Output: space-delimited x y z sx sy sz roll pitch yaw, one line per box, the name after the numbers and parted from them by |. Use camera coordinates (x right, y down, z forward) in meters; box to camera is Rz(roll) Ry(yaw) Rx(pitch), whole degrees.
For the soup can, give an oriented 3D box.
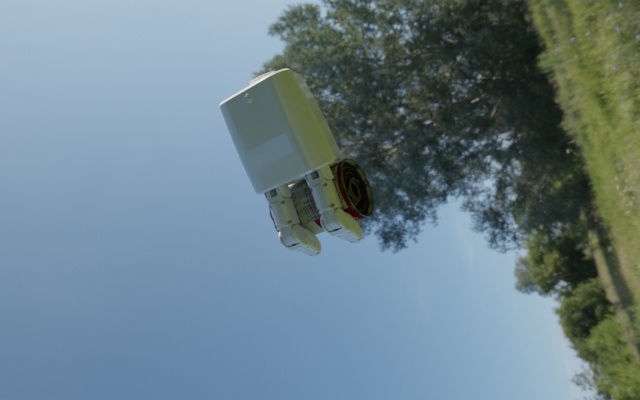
0.000 0.002 0.547 0.102 0.068 0.068 -22 -10 28 | soup can
